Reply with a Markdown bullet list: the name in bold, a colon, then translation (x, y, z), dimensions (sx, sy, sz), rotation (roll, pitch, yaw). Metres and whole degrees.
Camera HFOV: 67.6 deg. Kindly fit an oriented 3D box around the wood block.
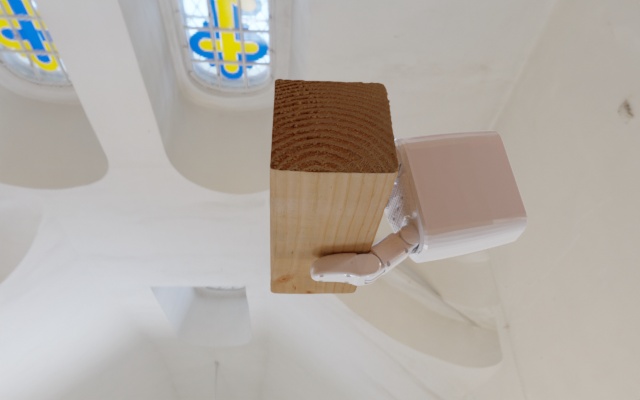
- **wood block**: translation (0.000, 0.002, 0.429), dimensions (0.090, 0.090, 0.206), rotation (1, -34, -5)
